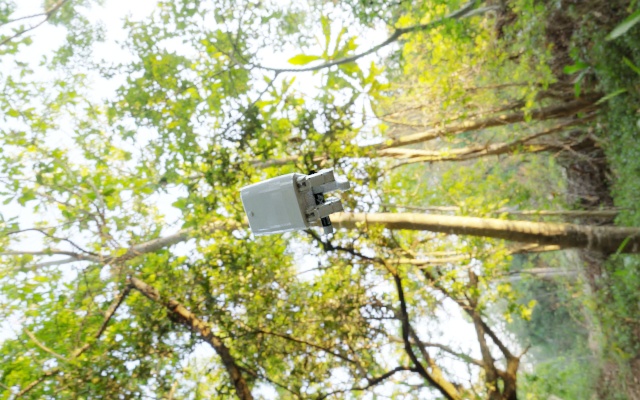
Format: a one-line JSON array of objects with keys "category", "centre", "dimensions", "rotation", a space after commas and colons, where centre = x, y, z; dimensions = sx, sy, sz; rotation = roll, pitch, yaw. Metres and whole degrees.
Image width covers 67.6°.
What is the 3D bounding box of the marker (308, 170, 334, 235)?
[{"category": "marker", "centre": [0.000, 0.003, 0.869], "dimensions": [0.020, 0.121, 0.020], "rotation": [-15, 11, 3]}]
